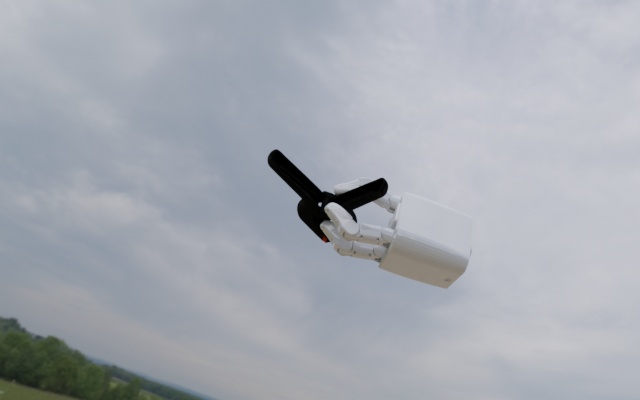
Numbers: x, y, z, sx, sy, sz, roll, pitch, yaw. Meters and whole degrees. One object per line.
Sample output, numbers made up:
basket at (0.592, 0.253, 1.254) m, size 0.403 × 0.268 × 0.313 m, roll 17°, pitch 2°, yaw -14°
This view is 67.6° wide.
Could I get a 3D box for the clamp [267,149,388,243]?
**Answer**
clamp at (0.001, 0.002, 0.703) m, size 0.164 × 0.036 × 0.210 m, roll 20°, pitch -28°, yaw 4°
